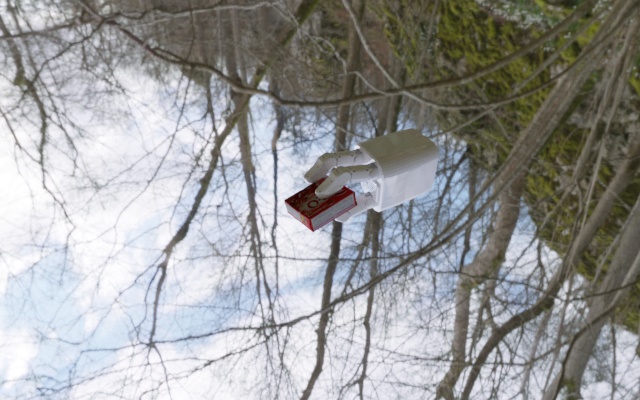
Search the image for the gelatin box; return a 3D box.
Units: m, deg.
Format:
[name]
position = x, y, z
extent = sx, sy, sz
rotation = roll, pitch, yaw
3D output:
[gelatin box]
position = 0.000, 0.003, 0.740
extent = 0.089, 0.030, 0.073
rotation = -31, 40, -21
